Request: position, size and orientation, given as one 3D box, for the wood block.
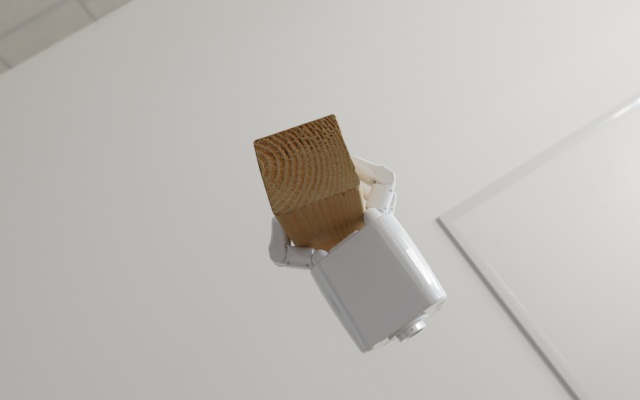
[{"bbox_3d":[0.000,0.002,0.559,0.091,0.090,0.206,-19,-25,1],"label":"wood block"}]
